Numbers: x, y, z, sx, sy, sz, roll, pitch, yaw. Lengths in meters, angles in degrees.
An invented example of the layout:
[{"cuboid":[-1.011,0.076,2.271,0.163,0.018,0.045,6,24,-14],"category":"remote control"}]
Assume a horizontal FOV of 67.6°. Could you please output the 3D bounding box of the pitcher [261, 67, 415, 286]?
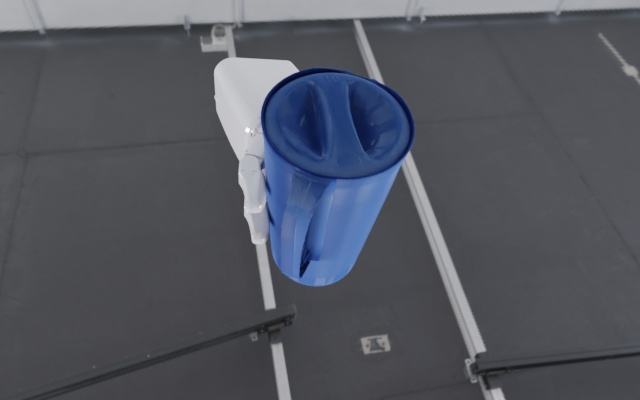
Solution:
[{"cuboid":[0.000,0.001,0.497,0.149,0.145,0.243,-20,-30,-20],"category":"pitcher"}]
